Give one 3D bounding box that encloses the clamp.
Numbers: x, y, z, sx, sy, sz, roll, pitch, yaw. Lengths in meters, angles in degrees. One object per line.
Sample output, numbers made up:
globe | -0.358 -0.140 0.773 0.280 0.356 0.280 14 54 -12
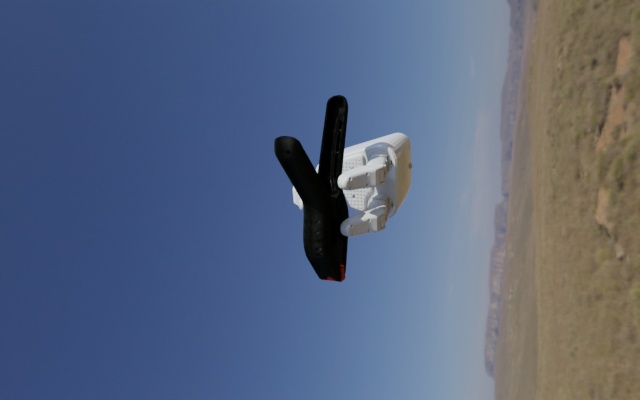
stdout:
clamp | -0.001 0.002 0.516 0.036 0.210 0.164 4 20 22
